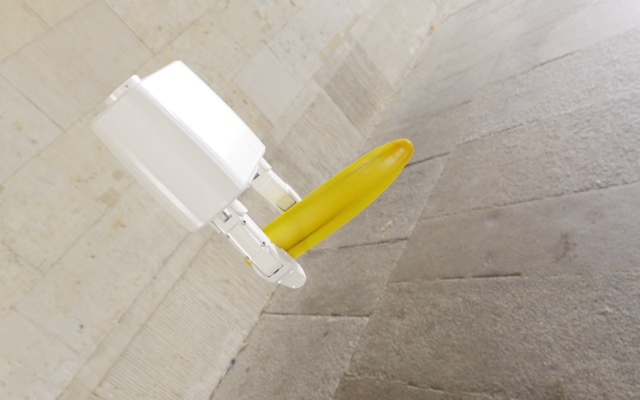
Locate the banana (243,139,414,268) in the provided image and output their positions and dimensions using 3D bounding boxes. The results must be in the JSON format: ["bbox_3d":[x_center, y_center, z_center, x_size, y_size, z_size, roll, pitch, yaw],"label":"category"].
[{"bbox_3d":[-0.006,0.012,0.412,0.198,0.037,0.069,-35,15,26],"label":"banana"}]
